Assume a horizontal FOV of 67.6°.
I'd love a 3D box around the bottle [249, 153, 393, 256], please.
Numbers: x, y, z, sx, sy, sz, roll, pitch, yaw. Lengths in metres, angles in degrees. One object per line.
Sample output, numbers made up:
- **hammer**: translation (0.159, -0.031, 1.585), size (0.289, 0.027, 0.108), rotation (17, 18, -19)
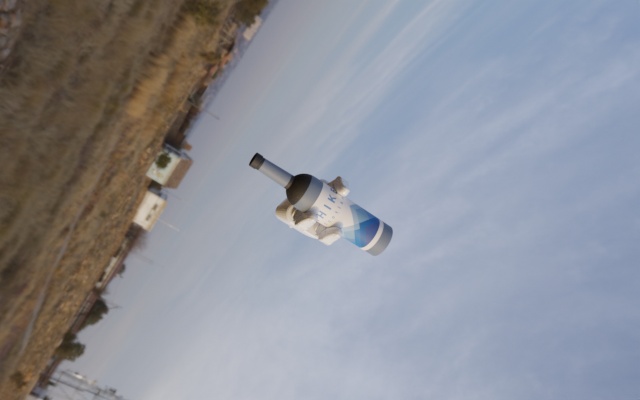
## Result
- **bottle**: translation (0.000, 0.003, 0.877), size (0.296, 0.069, 0.069), rotation (33, -11, -18)
